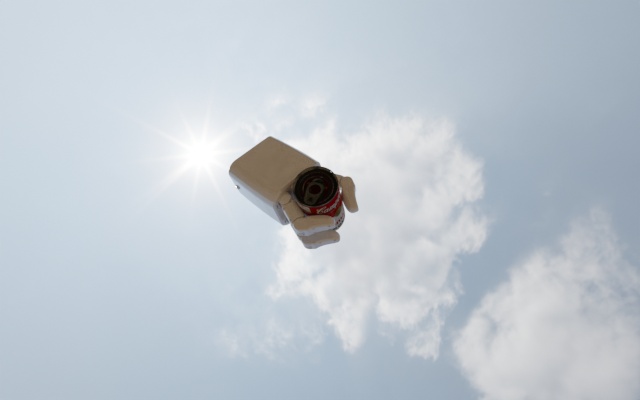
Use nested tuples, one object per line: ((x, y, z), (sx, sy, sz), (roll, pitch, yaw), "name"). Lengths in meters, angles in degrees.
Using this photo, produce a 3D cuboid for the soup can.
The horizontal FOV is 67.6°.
((0.001, 0.003, 0.733), (0.068, 0.068, 0.102), (0, -28, 10), "soup can")
